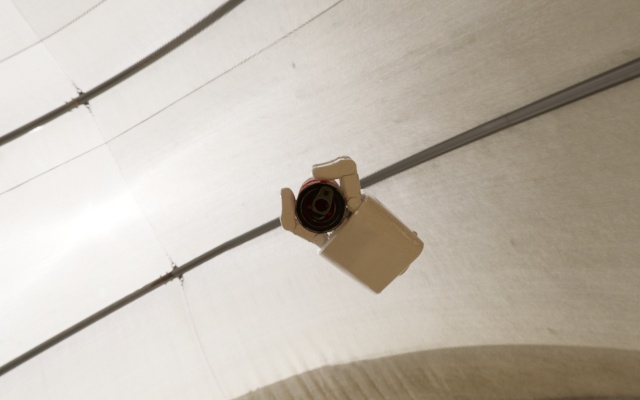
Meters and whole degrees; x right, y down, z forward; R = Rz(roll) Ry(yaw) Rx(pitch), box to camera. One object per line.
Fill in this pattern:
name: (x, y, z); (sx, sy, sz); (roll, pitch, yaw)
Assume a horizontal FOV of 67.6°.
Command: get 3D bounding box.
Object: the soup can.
soup can: (0.000, 0.002, 0.668); (0.068, 0.068, 0.102); (0, 9, 0)
